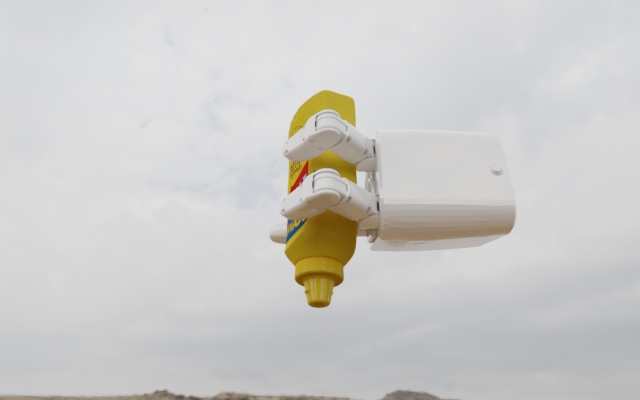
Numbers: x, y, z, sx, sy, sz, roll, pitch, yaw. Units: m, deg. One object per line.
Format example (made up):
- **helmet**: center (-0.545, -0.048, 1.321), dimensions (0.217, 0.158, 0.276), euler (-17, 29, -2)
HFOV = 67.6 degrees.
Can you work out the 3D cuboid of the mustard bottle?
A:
- **mustard bottle**: center (0.000, 0.001, 0.430), dimensions (0.058, 0.191, 0.096), euler (13, -33, -21)
